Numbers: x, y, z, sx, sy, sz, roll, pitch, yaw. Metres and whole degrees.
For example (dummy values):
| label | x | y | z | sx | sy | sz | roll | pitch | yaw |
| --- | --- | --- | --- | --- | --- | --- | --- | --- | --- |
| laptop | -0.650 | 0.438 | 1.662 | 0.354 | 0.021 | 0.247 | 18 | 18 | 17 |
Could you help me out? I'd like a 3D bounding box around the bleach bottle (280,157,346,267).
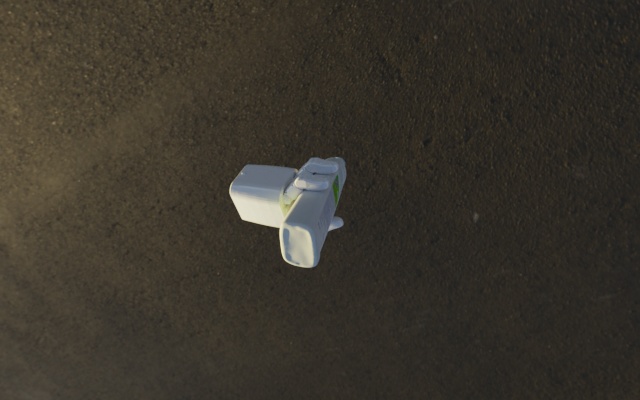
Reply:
| label | x | y | z | sx | sy | sz | roll | pitch | yaw |
| --- | --- | --- | --- | --- | --- | --- | --- | --- | --- |
| bleach bottle | 0.000 | 0.003 | 0.891 | 0.068 | 0.103 | 0.250 | 9 | 39 | 16 |
